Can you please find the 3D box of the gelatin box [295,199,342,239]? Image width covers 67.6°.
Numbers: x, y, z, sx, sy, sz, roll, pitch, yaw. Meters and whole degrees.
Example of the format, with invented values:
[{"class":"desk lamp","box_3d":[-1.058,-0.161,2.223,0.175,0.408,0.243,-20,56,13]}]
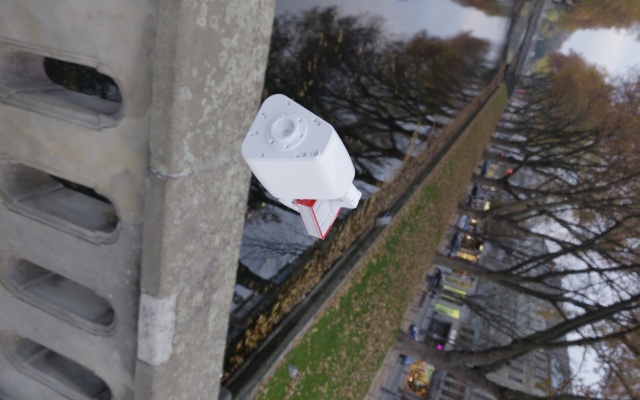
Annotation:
[{"class":"gelatin box","box_3d":[0.001,0.003,0.702,0.030,0.073,0.089,16,-30,25]}]
